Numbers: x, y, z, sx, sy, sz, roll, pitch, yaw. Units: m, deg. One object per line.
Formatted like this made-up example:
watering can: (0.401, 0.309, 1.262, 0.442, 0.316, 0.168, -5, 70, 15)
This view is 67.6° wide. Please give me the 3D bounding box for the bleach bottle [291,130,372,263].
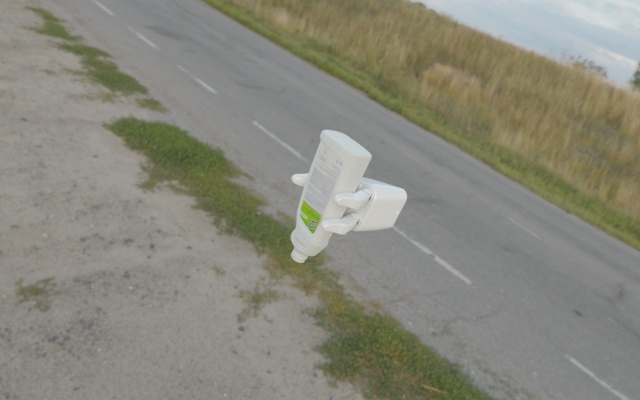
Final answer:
bleach bottle: (0.000, 0.003, 0.890, 0.068, 0.251, 0.102, 2, 32, -45)
